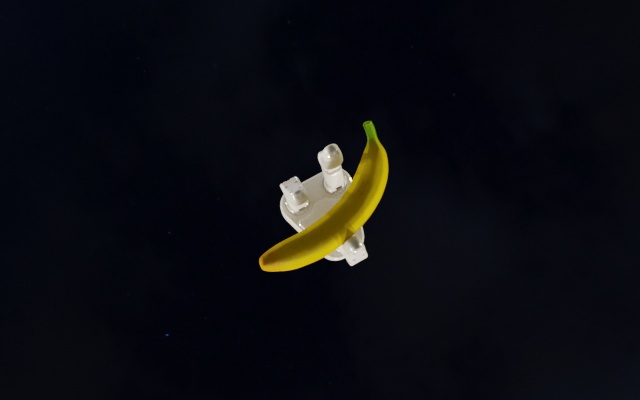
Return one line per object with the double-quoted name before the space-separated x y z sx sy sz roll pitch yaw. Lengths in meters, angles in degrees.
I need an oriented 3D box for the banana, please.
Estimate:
"banana" 0.017 0.010 0.523 0.069 0.198 0.037 38 -6 -6
